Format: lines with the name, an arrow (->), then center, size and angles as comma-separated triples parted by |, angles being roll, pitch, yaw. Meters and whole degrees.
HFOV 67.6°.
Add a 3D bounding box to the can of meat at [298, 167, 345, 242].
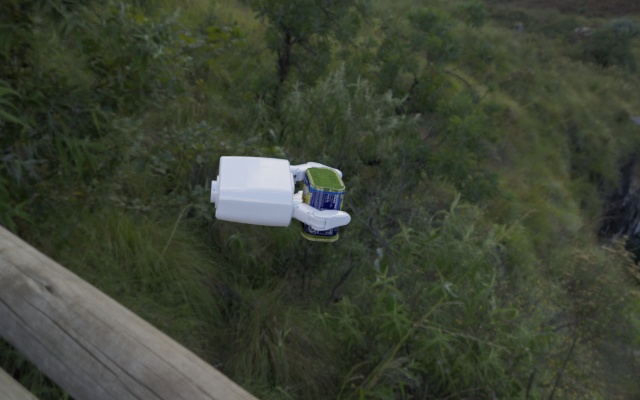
can of meat -> 0.000, 0.002, 0.733 | 0.057, 0.084, 0.102 | 5, 22, -11
